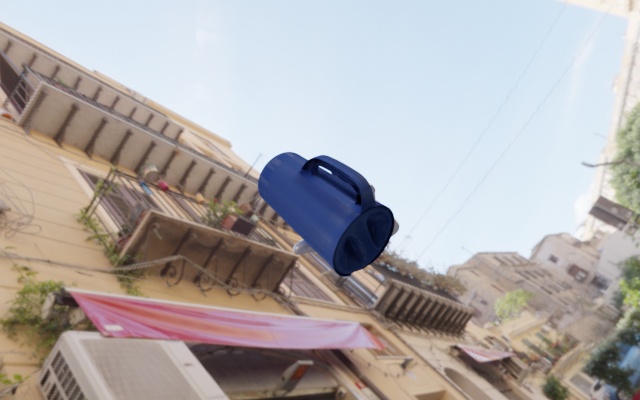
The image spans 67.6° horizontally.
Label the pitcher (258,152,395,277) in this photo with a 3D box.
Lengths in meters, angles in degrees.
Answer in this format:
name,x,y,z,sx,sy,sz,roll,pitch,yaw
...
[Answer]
name,x,y,z,sx,sy,sz,roll,pitch,yaw
pitcher,0.000,0.003,0.818,0.242,0.149,0.145,37,3,37
